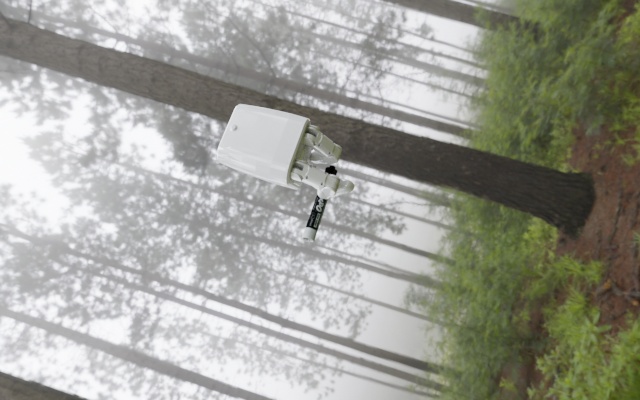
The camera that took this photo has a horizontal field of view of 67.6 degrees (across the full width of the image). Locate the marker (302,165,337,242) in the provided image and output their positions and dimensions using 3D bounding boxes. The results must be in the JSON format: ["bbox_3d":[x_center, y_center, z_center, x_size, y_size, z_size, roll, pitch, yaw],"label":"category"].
[{"bbox_3d":[0.000,0.002,0.701,0.020,0.121,0.020,16,-20,6],"label":"marker"}]
